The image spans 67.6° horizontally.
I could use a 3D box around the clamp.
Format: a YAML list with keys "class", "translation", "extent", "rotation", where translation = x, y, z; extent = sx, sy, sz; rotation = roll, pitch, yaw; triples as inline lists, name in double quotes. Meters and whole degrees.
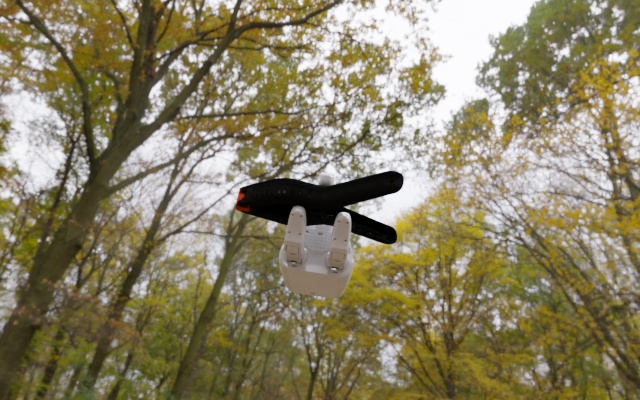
- class: "clamp"
  translation: [0.000, 0.001, 0.575]
  extent: [0.210, 0.036, 0.165]
  rotation: [8, -27, 2]
